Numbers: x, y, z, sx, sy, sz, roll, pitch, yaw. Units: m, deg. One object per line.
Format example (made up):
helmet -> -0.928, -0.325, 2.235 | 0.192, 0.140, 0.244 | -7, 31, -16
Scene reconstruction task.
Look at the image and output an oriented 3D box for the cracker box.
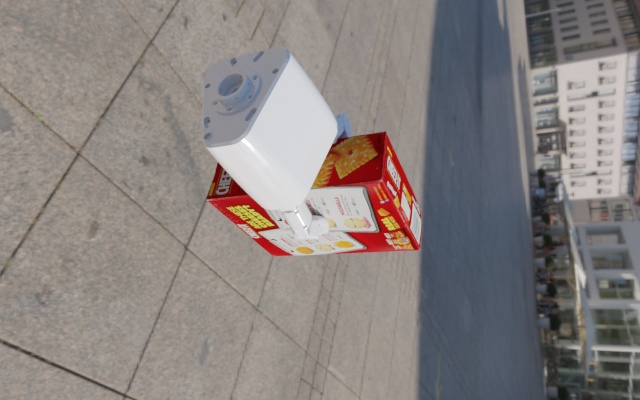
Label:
cracker box -> 0.000, 0.002, 0.582 | 0.214, 0.072, 0.164 | -5, -32, 25
